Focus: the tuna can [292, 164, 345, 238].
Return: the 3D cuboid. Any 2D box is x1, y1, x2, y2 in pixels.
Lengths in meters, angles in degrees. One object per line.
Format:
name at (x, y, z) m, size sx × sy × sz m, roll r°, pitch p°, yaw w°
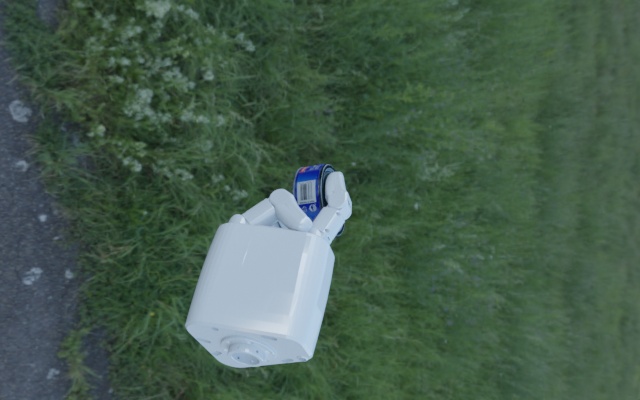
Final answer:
tuna can at (0.001, 0.002, 0.544) m, size 0.034 × 0.086 × 0.086 m, roll -8°, pitch -3°, yaw 20°
